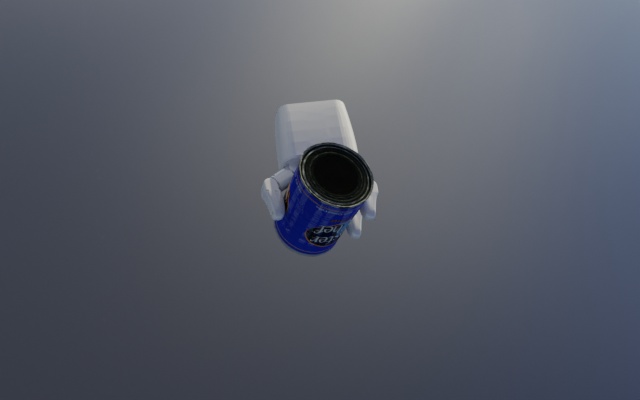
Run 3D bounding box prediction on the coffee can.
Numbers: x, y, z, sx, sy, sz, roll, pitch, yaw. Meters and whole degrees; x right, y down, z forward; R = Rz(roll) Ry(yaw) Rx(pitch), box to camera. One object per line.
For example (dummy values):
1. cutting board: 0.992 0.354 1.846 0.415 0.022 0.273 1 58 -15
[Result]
1. coffee can: 0.000 0.002 0.664 0.103 0.102 0.140 0 -32 -21
